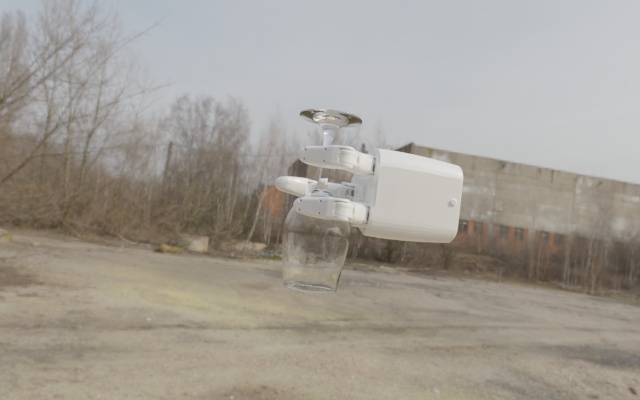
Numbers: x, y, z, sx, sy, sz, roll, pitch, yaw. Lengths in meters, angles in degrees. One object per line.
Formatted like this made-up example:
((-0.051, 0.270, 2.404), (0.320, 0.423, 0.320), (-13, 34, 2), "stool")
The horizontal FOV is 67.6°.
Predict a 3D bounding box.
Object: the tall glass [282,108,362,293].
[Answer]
((0.000, 0.001, 0.551), (0.079, 0.201, 0.079), (8, -4, 1), "tall glass")
